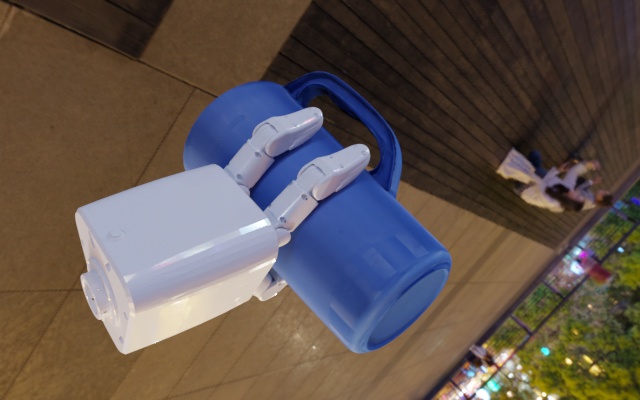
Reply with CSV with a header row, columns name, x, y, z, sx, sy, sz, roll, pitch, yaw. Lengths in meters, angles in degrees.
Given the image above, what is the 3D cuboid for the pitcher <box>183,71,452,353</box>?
name,x,y,z,sx,sy,sz,roll,pitch,yaw
pitcher,0.000,0.001,0.423,0.145,0.149,0.242,-22,53,-35
